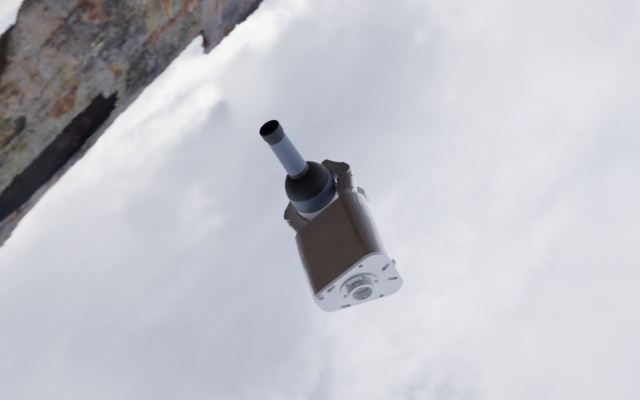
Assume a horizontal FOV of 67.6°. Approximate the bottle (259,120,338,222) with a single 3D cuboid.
[{"bbox_3d":[0.000,0.002,0.668,0.069,0.069,0.296,0,-37,32],"label":"bottle"}]
